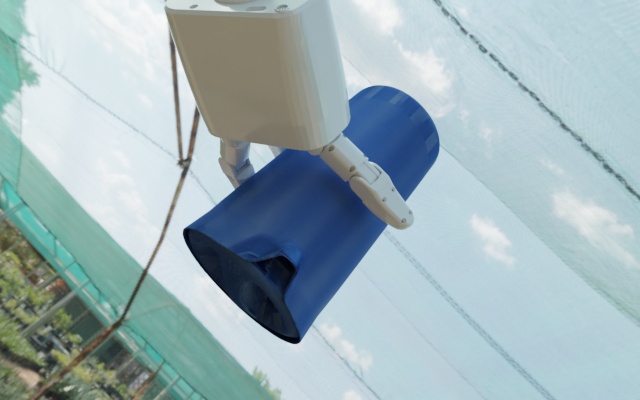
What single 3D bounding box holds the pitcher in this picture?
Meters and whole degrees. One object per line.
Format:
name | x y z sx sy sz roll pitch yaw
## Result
pitcher | 0.000 0.001 0.454 0.149 0.145 0.242 25 58 34
